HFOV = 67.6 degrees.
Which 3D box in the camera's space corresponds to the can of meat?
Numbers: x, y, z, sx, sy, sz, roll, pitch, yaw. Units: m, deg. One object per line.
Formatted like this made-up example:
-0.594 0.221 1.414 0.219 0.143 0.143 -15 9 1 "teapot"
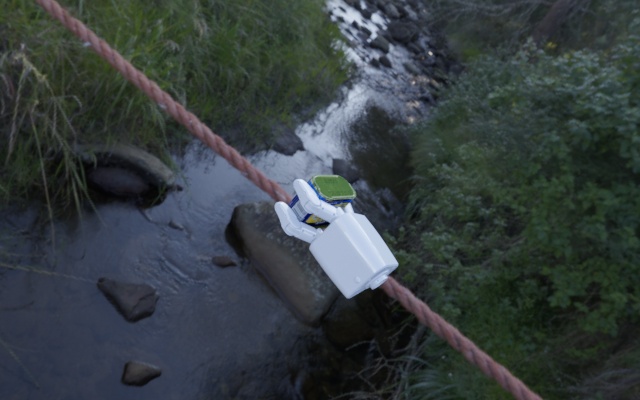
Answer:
0.000 0.002 0.810 0.102 0.057 0.084 -4 -36 -52 "can of meat"
